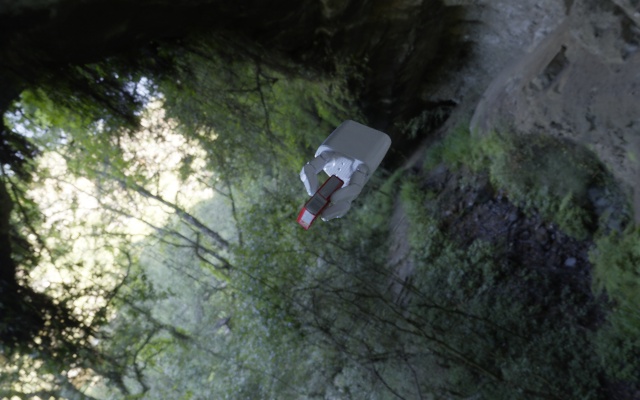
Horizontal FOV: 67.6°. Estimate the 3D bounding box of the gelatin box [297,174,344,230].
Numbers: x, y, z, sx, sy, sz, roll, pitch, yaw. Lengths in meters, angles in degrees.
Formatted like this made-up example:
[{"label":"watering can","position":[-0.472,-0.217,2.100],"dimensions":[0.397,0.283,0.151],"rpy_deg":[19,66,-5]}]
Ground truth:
[{"label":"gelatin box","position":[0.000,0.003,0.858],"dimensions":[0.030,0.089,0.073],"rpy_deg":[40,-26,4]}]
